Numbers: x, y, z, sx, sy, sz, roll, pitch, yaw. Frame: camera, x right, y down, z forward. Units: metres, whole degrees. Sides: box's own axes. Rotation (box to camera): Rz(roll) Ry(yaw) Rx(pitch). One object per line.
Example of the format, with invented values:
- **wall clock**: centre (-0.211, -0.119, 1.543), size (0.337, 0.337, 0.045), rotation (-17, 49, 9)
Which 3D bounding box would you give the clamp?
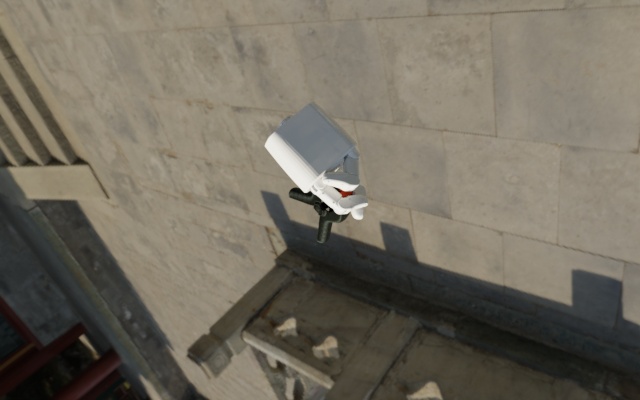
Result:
- **clamp**: centre (0.000, 0.003, 0.860), size (0.039, 0.120, 0.171), rotation (-40, -5, -33)
